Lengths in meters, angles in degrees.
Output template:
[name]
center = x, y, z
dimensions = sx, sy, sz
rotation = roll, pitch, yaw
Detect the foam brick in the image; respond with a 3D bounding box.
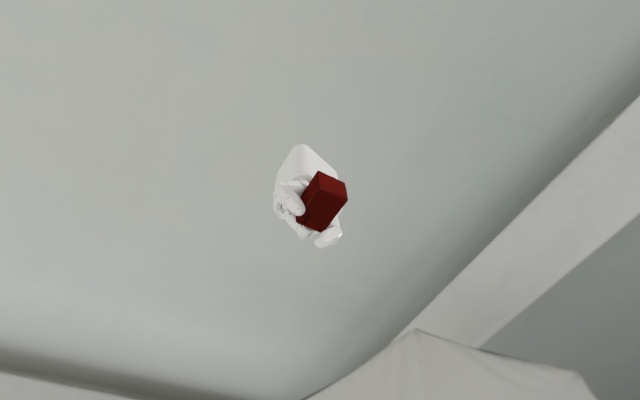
[foam brick]
center = 0.000, 0.002, 0.754
dimensions = 0.053, 0.078, 0.051
rotation = 25, 32, -19
